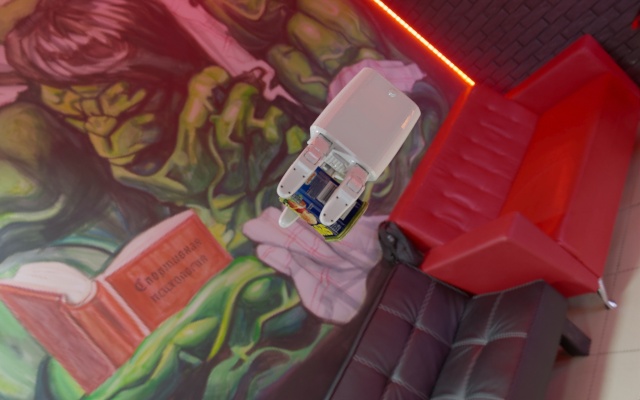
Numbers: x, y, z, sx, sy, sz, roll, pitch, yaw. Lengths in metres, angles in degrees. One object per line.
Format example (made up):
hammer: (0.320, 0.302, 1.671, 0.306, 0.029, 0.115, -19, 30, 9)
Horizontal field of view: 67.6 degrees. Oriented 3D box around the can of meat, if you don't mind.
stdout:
can of meat: (0.000, 0.002, 0.574, 0.084, 0.057, 0.102, 39, -11, -5)
